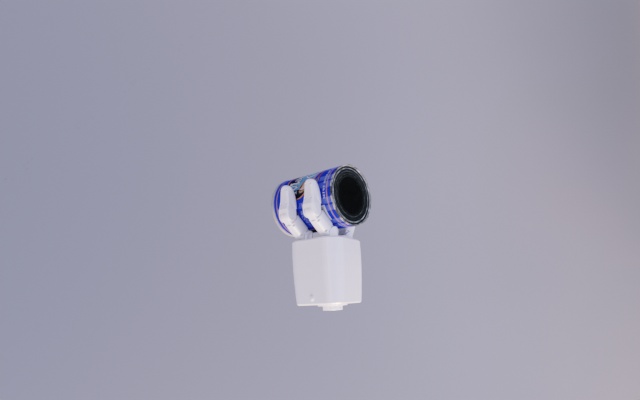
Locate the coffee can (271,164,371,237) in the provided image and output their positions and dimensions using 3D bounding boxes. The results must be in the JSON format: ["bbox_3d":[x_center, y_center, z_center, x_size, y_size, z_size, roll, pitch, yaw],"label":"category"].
[{"bbox_3d":[0.000,0.003,0.815,0.140,0.103,0.103,-13,-9,41],"label":"coffee can"}]
